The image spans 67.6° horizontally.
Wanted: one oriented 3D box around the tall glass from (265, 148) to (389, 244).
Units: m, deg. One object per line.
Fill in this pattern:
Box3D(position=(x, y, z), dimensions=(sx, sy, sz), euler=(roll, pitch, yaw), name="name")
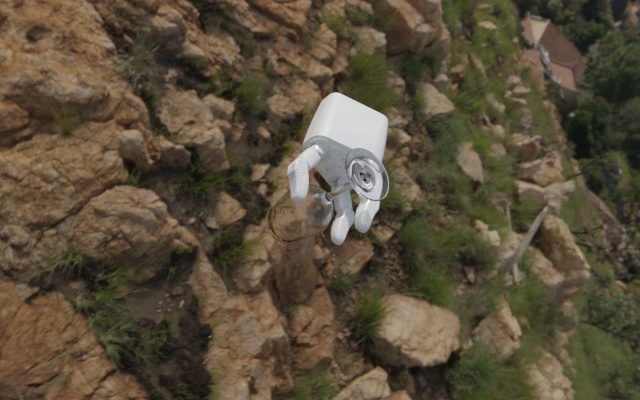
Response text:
Box3D(position=(0.000, 0.002, 0.674), dimensions=(0.079, 0.079, 0.201), euler=(0, -21, -41), name="tall glass")
